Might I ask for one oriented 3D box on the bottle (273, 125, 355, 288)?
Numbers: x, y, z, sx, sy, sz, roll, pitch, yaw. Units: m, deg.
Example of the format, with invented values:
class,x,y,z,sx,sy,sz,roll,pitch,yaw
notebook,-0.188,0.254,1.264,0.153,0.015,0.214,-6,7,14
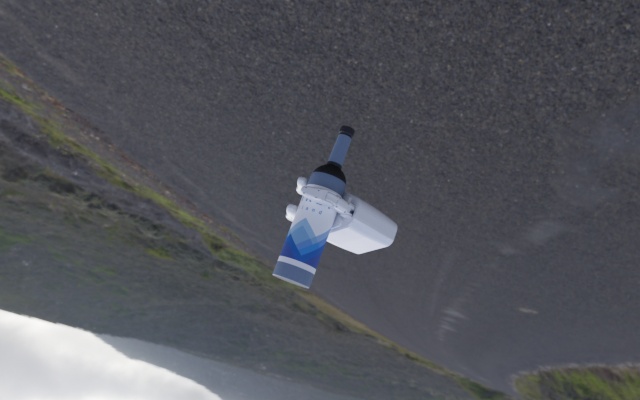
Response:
class,x,y,z,sx,sy,sz,roll,pitch,yaw
bottle,0.000,0.003,0.838,0.069,0.295,0.069,19,-14,5
